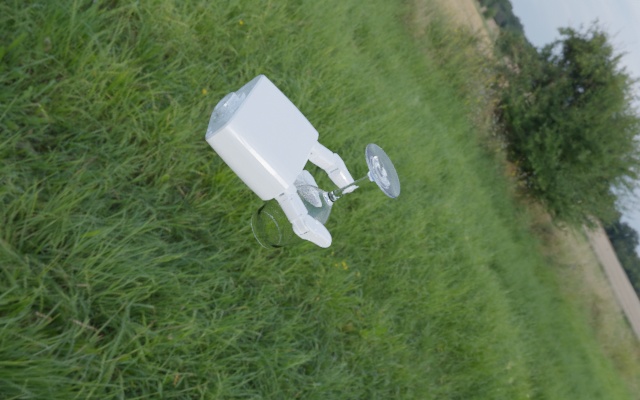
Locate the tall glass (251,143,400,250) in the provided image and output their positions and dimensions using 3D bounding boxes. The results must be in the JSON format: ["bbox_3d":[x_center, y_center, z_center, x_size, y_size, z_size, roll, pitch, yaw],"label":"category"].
[{"bbox_3d":[0.001,0.002,0.634,0.201,0.079,0.079,-27,-14,29],"label":"tall glass"}]
